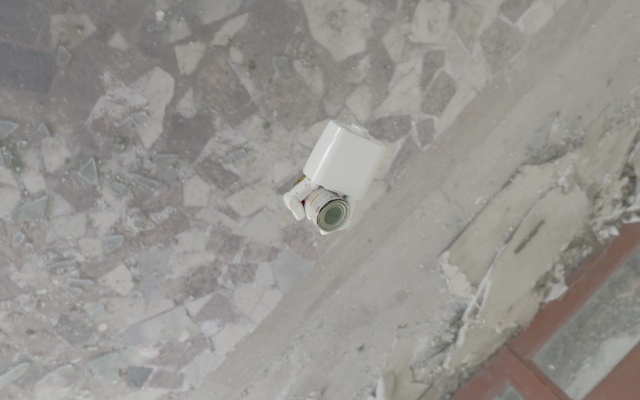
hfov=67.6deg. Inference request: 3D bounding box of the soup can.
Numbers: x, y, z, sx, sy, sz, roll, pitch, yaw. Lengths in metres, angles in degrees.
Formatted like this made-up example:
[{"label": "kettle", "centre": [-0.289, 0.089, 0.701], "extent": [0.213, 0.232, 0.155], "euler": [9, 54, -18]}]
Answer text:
[{"label": "soup can", "centre": [0.000, 0.003, 0.864], "extent": [0.068, 0.068, 0.102], "euler": [0, 29, -33]}]
